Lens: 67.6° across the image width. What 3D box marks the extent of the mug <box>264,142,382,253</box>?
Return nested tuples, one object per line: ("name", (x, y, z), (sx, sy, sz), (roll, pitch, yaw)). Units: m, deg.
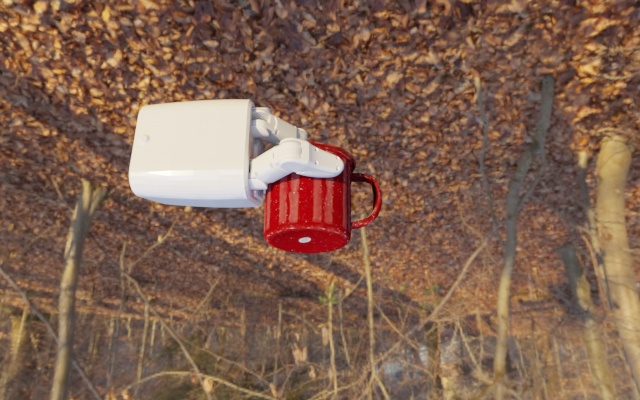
("mug", (0.002, 0.002, 0.457), (0.117, 0.081, 0.093), (-1, -23, 2))
